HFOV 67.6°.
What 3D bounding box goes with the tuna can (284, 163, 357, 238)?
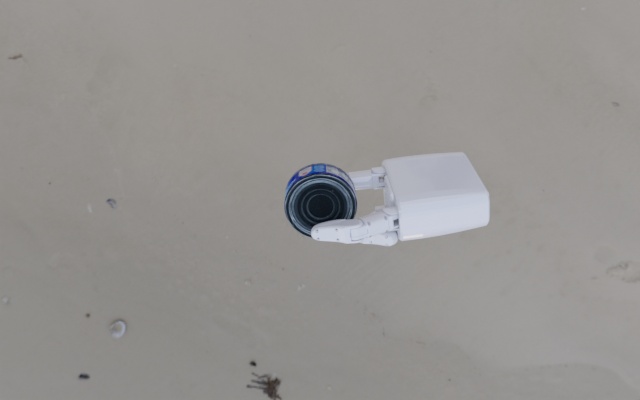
[{"bbox_3d":[0.000,0.002,0.561,0.086,0.086,0.033,0,25,-1],"label":"tuna can"}]
